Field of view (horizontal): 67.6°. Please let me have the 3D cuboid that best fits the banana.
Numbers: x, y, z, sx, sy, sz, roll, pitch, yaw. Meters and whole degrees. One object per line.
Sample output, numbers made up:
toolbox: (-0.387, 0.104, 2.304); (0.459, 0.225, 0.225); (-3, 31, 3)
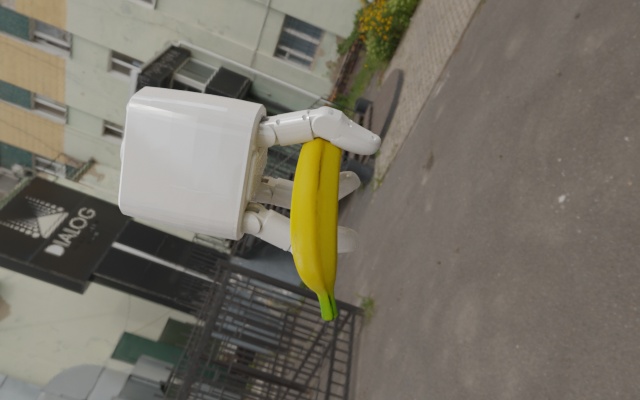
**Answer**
banana: (-0.001, -0.007, 0.392); (0.037, 0.197, 0.070); (1, -37, 5)
